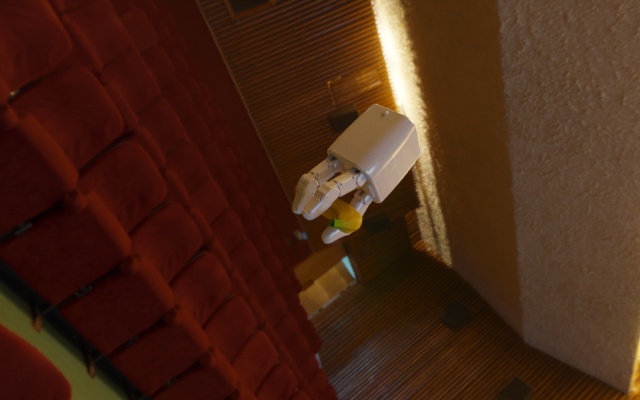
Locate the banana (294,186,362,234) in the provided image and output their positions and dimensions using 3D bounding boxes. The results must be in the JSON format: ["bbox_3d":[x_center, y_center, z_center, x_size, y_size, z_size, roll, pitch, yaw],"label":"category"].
[{"bbox_3d":[0.016,0.012,0.722,0.070,0.037,0.197,30,2,-23],"label":"banana"}]
